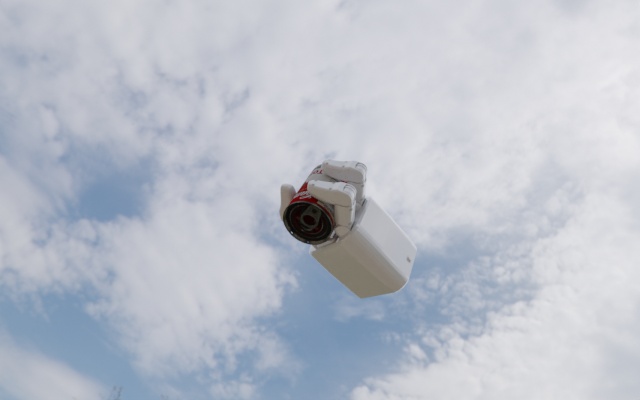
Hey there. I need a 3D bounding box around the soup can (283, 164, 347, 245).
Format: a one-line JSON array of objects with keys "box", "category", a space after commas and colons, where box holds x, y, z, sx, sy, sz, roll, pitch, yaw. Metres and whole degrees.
[{"box": [0.000, 0.002, 0.645, 0.068, 0.068, 0.102, 0, 34, 24], "category": "soup can"}]
